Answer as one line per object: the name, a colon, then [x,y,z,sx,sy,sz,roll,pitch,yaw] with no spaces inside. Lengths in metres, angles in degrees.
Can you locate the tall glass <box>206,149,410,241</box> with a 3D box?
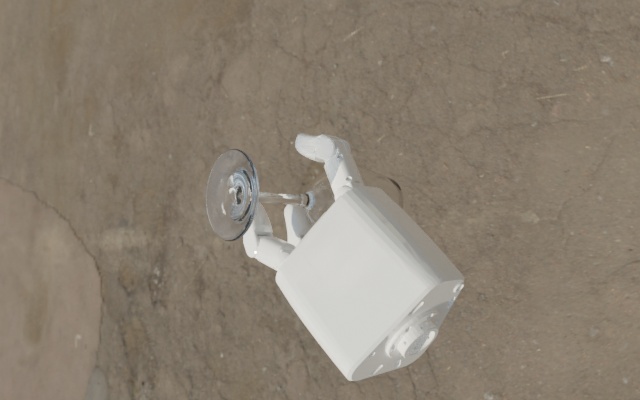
tall glass: [0.000,0.001,0.449,0.201,0.079,0.079,4,-3,-43]
